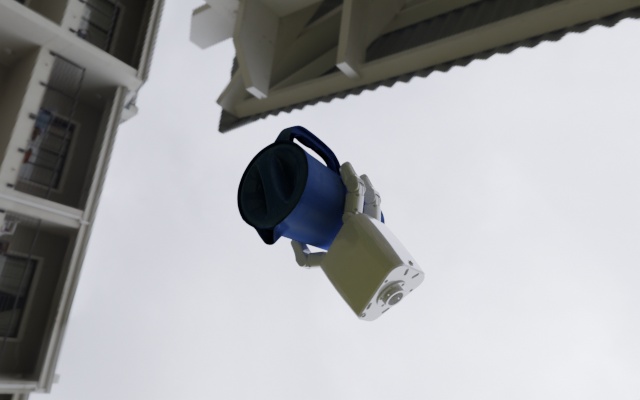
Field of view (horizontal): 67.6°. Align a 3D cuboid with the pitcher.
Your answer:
[{"bbox_3d":[0.000,0.003,0.752,0.243,0.149,0.145,28,17,-48],"label":"pitcher"}]
